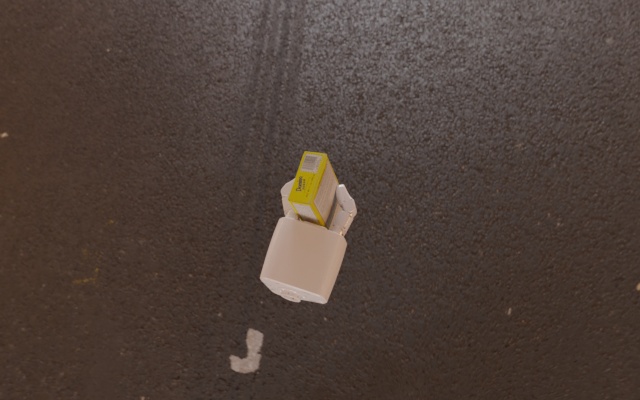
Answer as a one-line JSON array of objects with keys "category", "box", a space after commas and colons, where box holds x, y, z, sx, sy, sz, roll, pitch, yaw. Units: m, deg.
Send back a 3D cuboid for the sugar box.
[{"category": "sugar box", "box": [0.000, 0.003, 0.812, 0.048, 0.093, 0.176, 11, -24, 18]}]
